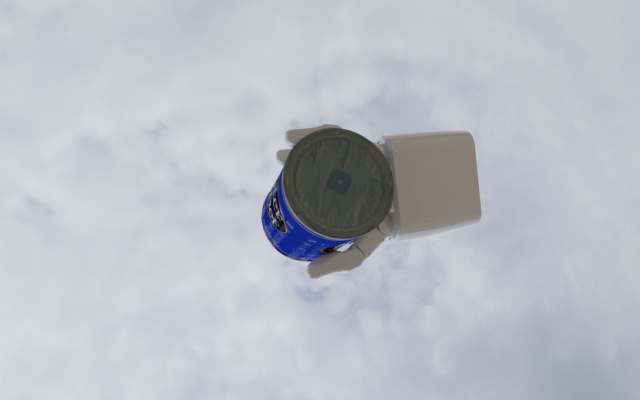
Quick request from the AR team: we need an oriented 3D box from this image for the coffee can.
[{"bbox_3d":[0.000,0.002,0.483,0.103,0.102,0.140,0,-15,-15],"label":"coffee can"}]
